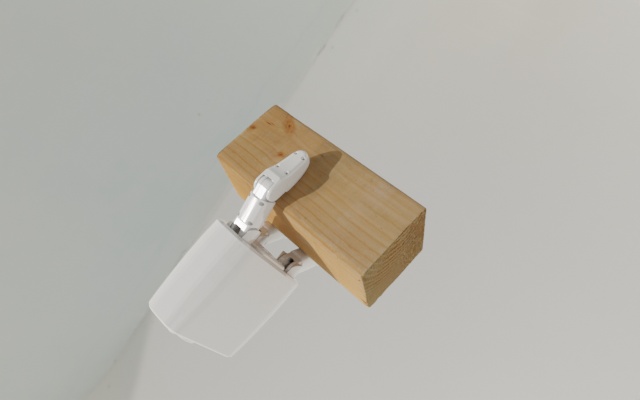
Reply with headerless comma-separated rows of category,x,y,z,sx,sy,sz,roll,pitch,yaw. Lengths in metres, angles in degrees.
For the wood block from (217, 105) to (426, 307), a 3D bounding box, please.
wood block,0.000,0.002,0.500,0.206,0.090,0.091,38,-18,26
